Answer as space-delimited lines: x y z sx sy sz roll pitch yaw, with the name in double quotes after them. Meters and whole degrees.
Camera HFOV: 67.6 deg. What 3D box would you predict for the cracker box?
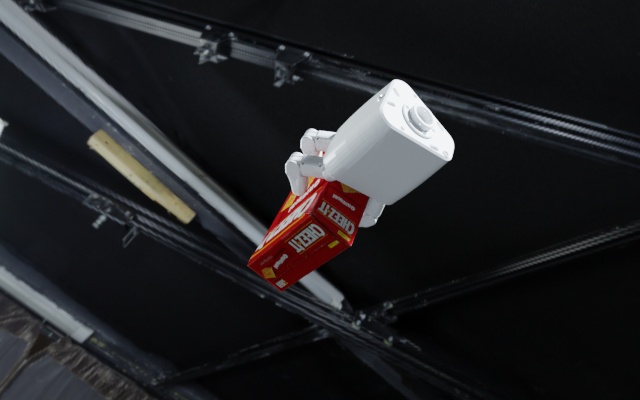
0.000 0.002 0.670 0.072 0.213 0.164 38 -45 -11 "cracker box"
